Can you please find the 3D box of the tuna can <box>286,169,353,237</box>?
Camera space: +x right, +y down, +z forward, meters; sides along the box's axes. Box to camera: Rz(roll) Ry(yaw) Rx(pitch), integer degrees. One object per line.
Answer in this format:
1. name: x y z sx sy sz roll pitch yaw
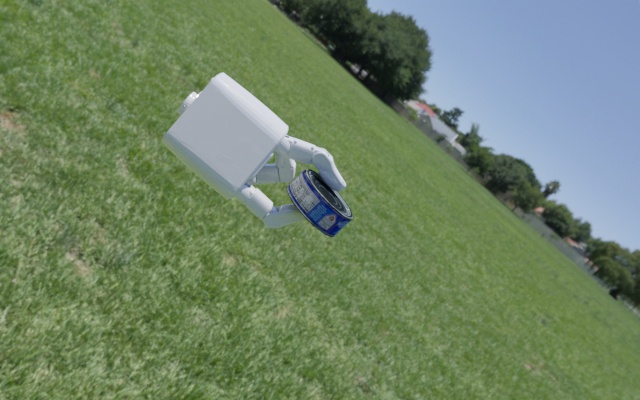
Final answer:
1. tuna can: 0.001 0.002 0.587 0.034 0.086 0.086 -43 -12 13
